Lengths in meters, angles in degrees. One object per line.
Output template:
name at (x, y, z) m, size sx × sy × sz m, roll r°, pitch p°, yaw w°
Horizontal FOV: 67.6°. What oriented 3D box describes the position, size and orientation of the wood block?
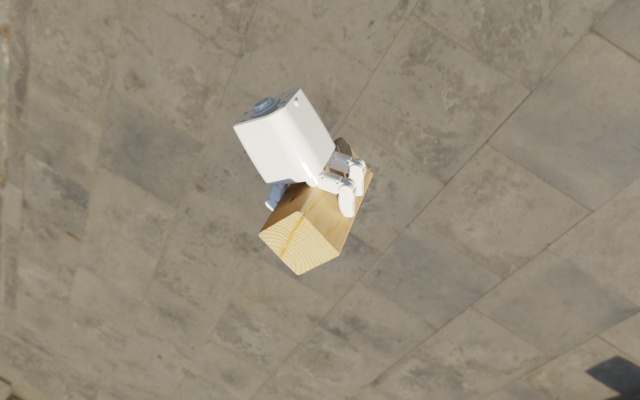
wood block at (0.000, 0.002, 0.741) m, size 0.091 × 0.090 × 0.206 m, roll -30°, pitch 20°, yaw 37°
